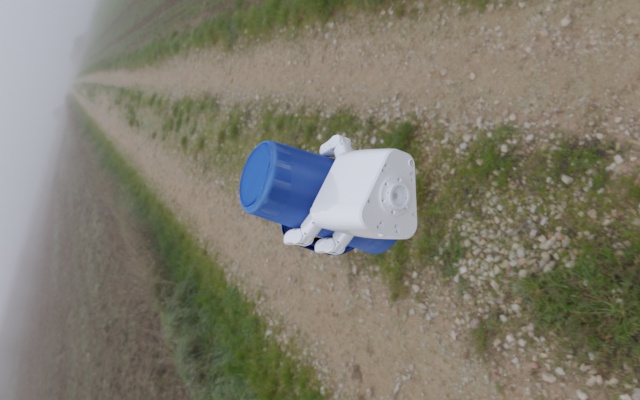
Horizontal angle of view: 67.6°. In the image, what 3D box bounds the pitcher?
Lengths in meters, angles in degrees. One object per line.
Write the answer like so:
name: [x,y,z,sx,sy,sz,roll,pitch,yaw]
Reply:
pitcher: [0.000,0.002,0.733,0.243,0.149,0.145,17,-8,-31]
